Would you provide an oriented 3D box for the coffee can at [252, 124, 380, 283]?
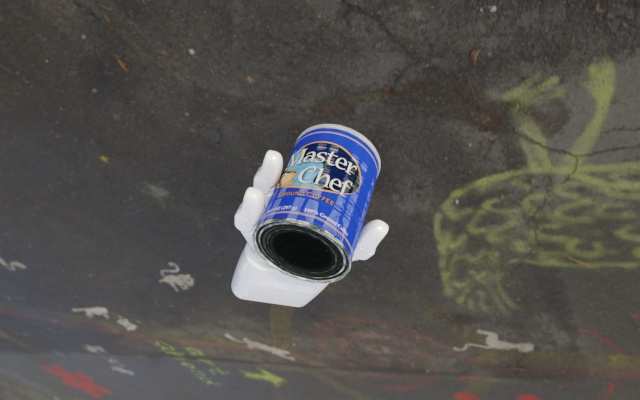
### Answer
[{"bbox_3d":[0.000,0.001,0.513,0.103,0.140,0.103,13,-39,10],"label":"coffee can"}]
